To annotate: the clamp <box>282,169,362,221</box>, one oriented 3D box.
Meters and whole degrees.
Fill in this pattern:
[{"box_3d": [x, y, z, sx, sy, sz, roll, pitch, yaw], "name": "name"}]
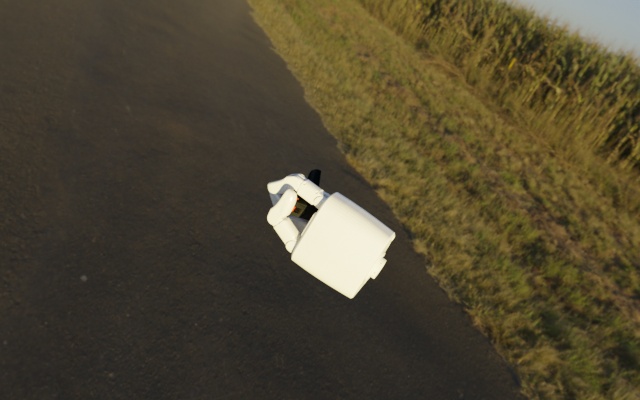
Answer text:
[{"box_3d": [0.000, 0.002, 0.772, 0.120, 0.039, 0.171, 34, 26, 13], "name": "clamp"}]
